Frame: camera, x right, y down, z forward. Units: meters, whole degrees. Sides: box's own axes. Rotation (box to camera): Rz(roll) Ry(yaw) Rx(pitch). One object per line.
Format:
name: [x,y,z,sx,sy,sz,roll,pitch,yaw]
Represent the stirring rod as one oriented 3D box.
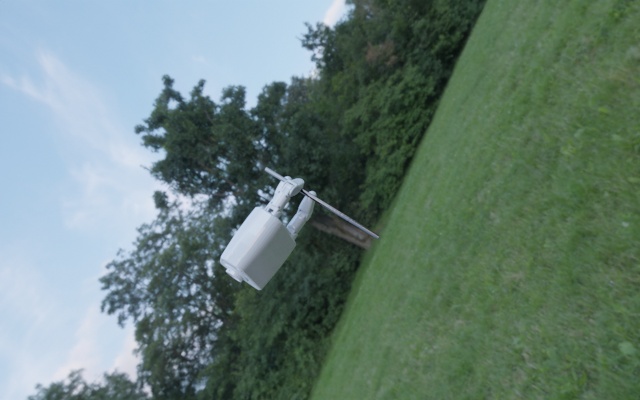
stirring rod: [0.000,0.003,0.847,0.239,0.011,0.011,31,8,13]
